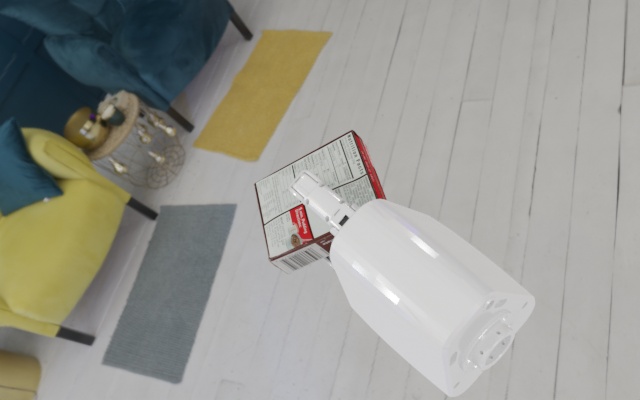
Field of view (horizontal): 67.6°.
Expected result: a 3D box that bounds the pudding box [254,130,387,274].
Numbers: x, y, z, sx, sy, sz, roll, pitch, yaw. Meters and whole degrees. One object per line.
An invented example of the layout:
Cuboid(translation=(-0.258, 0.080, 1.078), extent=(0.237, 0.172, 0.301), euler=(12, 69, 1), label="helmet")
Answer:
Cuboid(translation=(0.000, 0.001, 0.430), extent=(0.113, 0.090, 0.039), euler=(-26, -35, 15), label="pudding box")
